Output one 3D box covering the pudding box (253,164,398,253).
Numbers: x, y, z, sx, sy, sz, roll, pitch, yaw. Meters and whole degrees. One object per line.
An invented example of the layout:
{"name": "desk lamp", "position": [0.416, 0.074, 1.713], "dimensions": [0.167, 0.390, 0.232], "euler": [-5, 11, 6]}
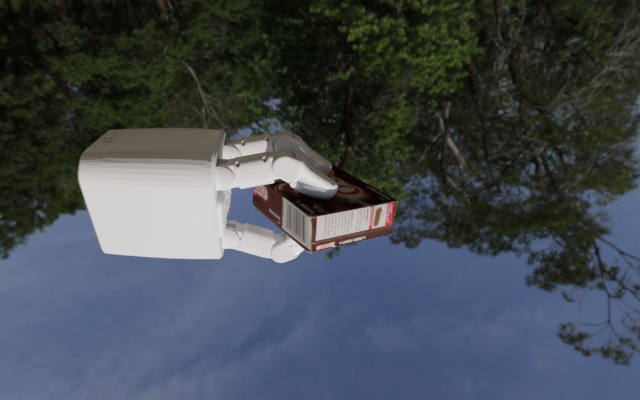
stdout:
{"name": "pudding box", "position": [0.000, 0.002, 0.440], "dimensions": [0.090, 0.039, 0.113], "euler": [-11, 29, -30]}
